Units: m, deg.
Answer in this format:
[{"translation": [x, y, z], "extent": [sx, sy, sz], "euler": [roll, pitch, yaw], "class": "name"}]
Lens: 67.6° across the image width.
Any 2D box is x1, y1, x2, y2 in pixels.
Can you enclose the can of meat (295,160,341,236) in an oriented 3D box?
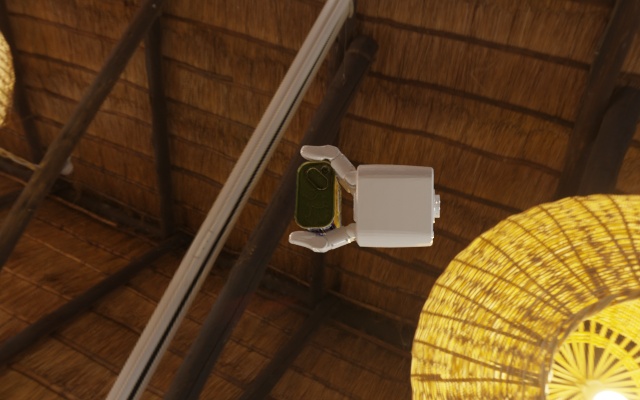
[{"translation": [0.000, 0.003, 0.721], "extent": [0.057, 0.102, 0.084], "euler": [-2, -18, 11], "class": "can of meat"}]
